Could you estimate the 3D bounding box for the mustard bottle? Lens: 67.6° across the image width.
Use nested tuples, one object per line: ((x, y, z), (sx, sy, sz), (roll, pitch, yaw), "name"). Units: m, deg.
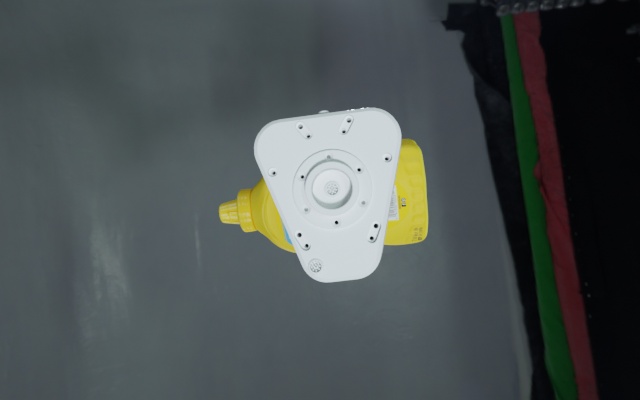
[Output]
((0.000, 0.001, 0.449), (0.191, 0.096, 0.058), (-7, 21, 3), "mustard bottle")
